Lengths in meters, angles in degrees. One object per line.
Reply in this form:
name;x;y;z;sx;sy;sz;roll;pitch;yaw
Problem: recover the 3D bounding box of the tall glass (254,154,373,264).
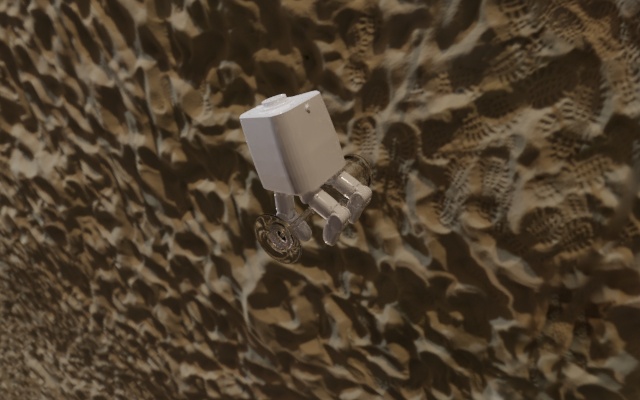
tall glass;0.000;0.003;0.667;0.079;0.079;0.201;0;28;39
